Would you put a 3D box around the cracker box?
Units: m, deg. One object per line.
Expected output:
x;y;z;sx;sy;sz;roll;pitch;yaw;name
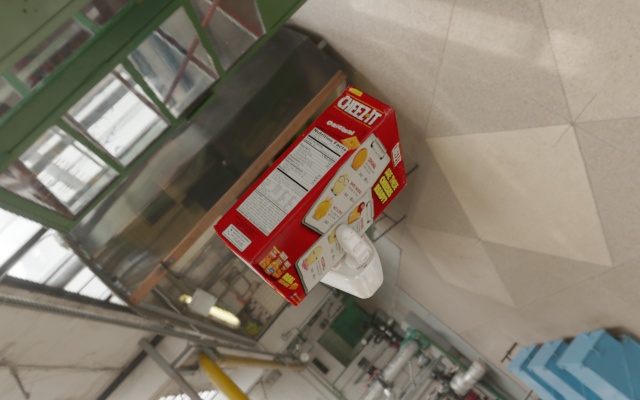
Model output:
0.000;0.002;0.543;0.072;0.213;0.164;36;-13;27;cracker box
